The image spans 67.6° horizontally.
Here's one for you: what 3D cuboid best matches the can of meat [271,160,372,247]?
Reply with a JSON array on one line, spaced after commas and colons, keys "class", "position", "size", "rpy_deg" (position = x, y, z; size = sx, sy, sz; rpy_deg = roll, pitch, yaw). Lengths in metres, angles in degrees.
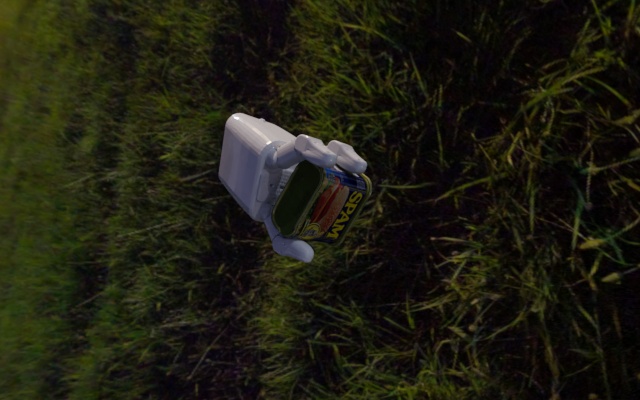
[{"class": "can of meat", "position": [0.000, 0.002, 0.578], "size": [0.084, 0.102, 0.057], "rpy_deg": [13, 24, -44]}]
